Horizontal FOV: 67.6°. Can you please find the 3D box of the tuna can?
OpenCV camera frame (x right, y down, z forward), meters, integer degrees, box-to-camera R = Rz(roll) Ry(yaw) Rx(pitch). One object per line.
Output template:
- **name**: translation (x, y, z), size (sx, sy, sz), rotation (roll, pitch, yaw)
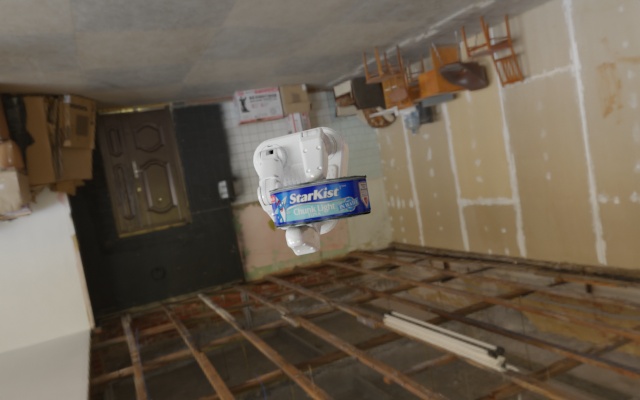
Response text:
- **tuna can**: translation (0.000, 0.002, 0.415), size (0.086, 0.034, 0.086), rotation (-9, -1, 0)
